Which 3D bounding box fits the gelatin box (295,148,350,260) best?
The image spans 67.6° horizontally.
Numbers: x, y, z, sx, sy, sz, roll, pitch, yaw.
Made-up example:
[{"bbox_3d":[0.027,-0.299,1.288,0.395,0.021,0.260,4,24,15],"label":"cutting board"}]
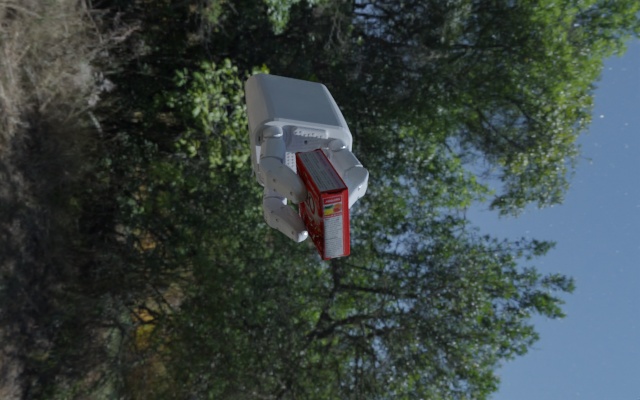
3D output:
[{"bbox_3d":[0.001,0.002,0.457,0.030,0.073,0.089,-11,33,-13],"label":"gelatin box"}]
